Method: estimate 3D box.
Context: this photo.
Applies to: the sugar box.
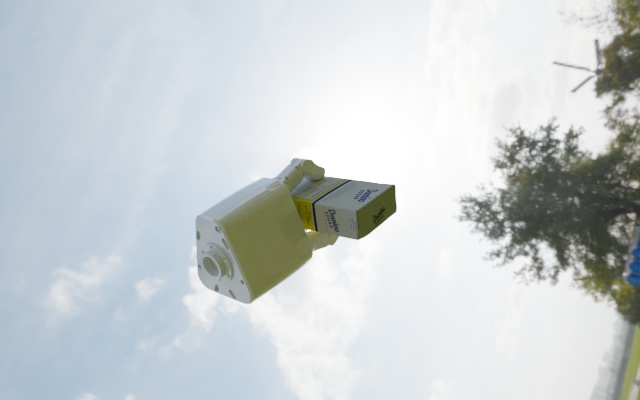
[{"bbox_3d":[0.000,0.003,0.620,0.176,0.048,0.093,12,29,36],"label":"sugar box"}]
